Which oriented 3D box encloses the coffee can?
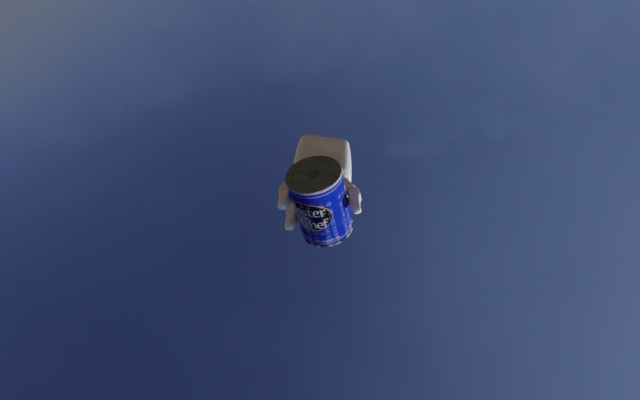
[{"bbox_3d":[0.000,0.003,0.887,0.103,0.140,0.102,-8,41,7],"label":"coffee can"}]
